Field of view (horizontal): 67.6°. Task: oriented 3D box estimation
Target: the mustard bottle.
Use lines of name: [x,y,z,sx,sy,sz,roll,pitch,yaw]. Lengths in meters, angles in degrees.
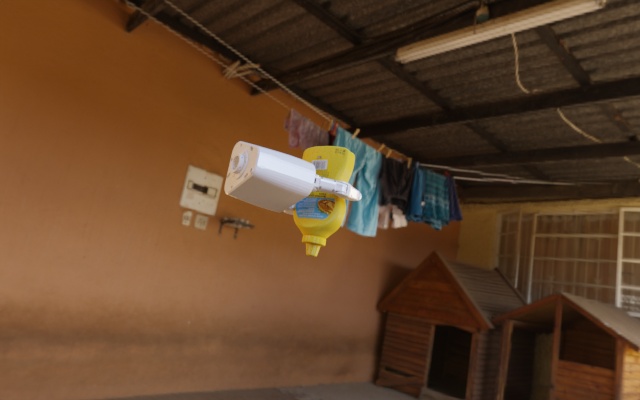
mustard bottle: [0.000,0.003,0.838,0.096,0.191,0.058,3,-14,32]
